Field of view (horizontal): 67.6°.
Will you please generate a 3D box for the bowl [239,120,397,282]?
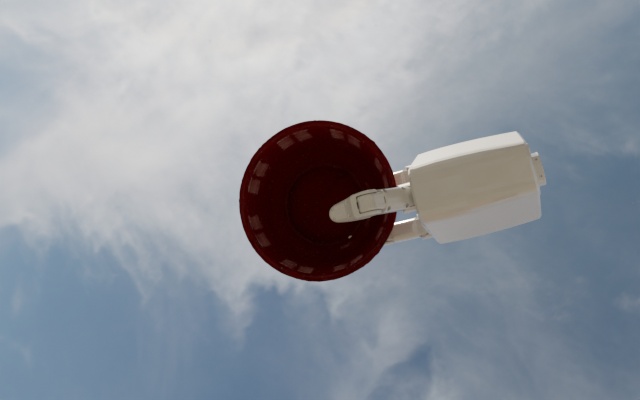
[{"bbox_3d":[-0.001,0.002,0.499,0.162,0.162,0.055,0,-6,11],"label":"bowl"}]
